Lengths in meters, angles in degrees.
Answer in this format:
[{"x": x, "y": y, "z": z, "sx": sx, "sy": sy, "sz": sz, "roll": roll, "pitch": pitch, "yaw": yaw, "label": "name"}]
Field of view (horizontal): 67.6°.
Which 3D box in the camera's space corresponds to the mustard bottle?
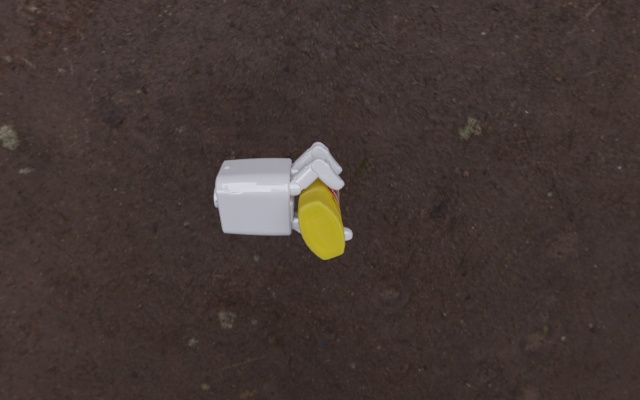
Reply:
[{"x": 0.000, "y": 0.002, "z": 0.737, "sx": 0.058, "sy": 0.096, "sz": 0.191, "roll": -22, "pitch": 24, "yaw": 9, "label": "mustard bottle"}]
